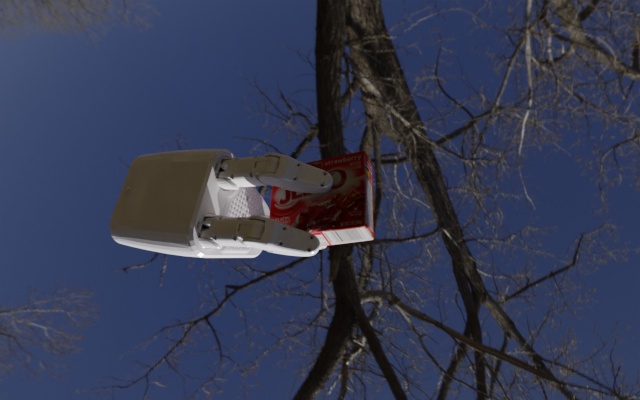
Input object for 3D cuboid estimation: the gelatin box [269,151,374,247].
[{"bbox_3d":[0.001,0.002,0.413,0.089,0.073,0.030,-9,-32,20],"label":"gelatin box"}]
